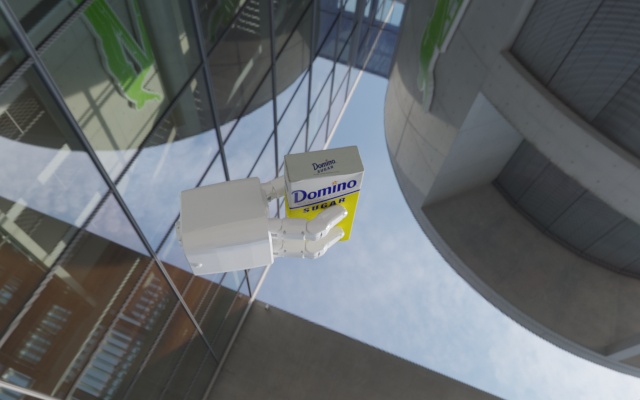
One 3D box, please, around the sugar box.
[{"bbox_3d":[0.000,0.003,0.633,0.093,0.048,0.176,-9,-29,-8],"label":"sugar box"}]
